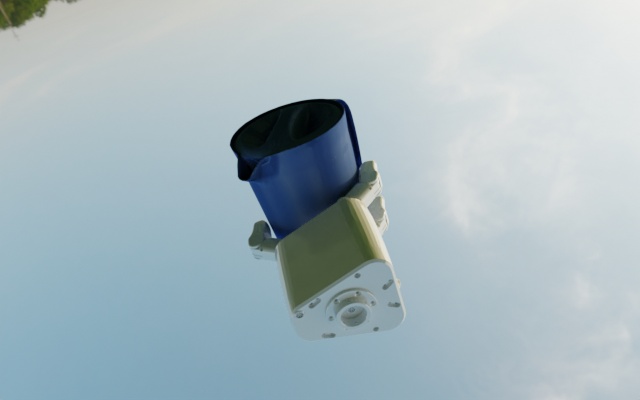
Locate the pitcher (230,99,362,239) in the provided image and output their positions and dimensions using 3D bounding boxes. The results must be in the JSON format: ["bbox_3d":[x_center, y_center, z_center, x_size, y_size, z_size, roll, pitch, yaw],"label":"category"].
[{"bbox_3d":[0.000,0.002,0.594,0.149,0.243,0.145,-19,32,-1],"label":"pitcher"}]
